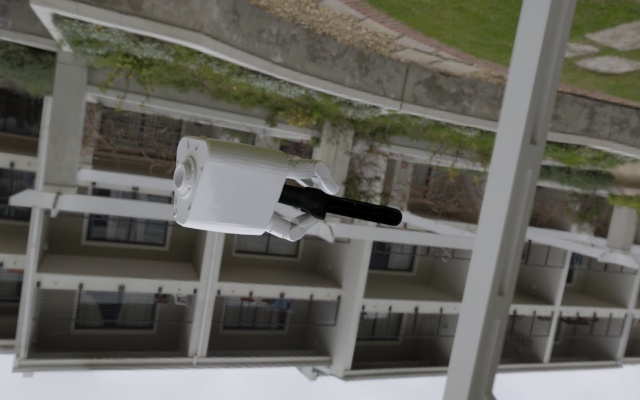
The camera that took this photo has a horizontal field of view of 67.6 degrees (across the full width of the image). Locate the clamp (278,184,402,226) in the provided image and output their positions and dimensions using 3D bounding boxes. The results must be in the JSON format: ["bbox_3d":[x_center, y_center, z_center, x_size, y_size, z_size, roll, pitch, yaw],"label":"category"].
[{"bbox_3d":[-0.001,0.003,0.677,0.164,0.036,0.210,9,4,-39],"label":"clamp"}]
